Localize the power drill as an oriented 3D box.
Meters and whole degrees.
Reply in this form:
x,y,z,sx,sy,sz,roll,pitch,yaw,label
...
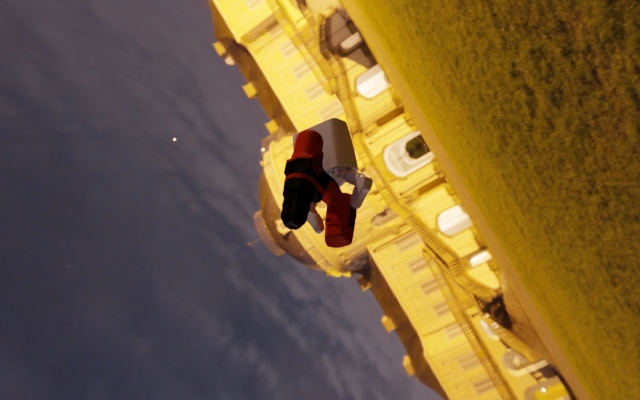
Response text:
x,y,z,sx,sy,sz,roll,pitch,yaw,label
0.000,0.003,0.796,0.057,0.184,0.188,-6,-37,25,power drill
